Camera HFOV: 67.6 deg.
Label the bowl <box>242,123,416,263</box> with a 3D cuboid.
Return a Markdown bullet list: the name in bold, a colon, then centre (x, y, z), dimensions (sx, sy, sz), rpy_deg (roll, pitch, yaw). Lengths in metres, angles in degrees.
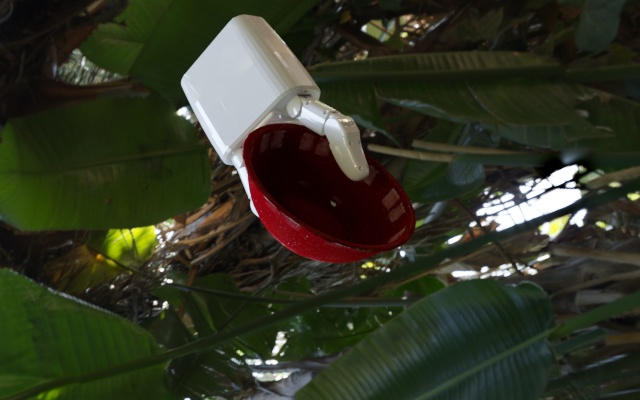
- **bowl**: centre (0.000, 0.003, 0.417), dimensions (0.162, 0.055, 0.162), rpy_deg (21, 33, -14)
